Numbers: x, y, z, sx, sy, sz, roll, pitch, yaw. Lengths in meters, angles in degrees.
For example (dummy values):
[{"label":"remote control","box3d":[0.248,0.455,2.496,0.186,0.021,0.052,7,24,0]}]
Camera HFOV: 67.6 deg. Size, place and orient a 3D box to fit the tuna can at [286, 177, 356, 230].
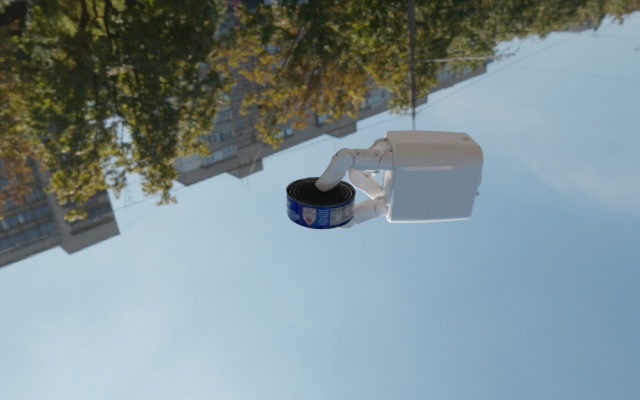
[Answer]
[{"label":"tuna can","box3d":[0.000,0.002,0.591,0.086,0.034,0.086,2,25,-1]}]
